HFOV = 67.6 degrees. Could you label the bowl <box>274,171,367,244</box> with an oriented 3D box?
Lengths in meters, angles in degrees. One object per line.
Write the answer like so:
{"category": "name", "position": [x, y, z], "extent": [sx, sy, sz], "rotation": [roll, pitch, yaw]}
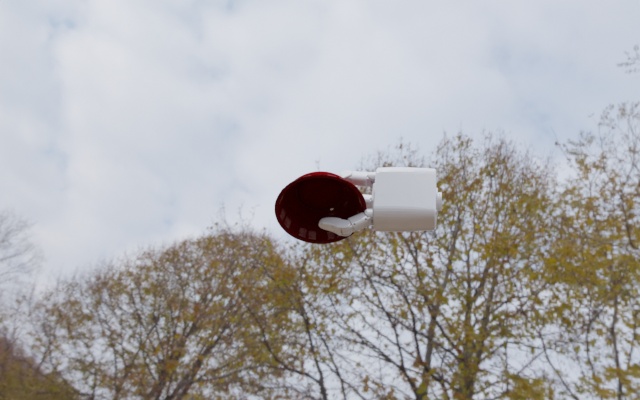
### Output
{"category": "bowl", "position": [-0.001, 0.002, 0.853], "extent": [0.162, 0.162, 0.055], "rotation": [0, 40, -1]}
